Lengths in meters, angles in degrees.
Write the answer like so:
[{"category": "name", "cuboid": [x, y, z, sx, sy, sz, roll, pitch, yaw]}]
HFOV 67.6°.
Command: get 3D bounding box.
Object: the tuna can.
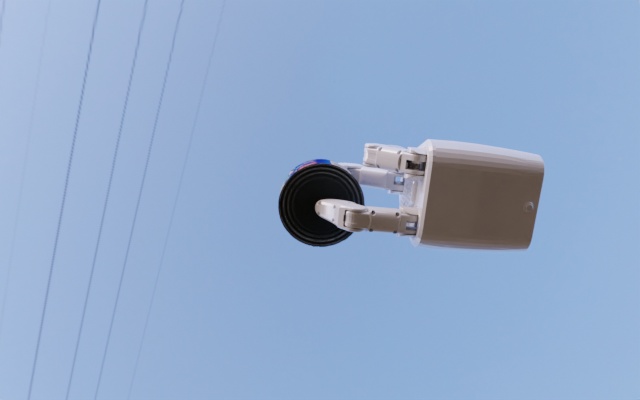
[{"category": "tuna can", "cuboid": [0.000, 0.001, 0.486, 0.086, 0.086, 0.033, 0, 15, -4]}]
